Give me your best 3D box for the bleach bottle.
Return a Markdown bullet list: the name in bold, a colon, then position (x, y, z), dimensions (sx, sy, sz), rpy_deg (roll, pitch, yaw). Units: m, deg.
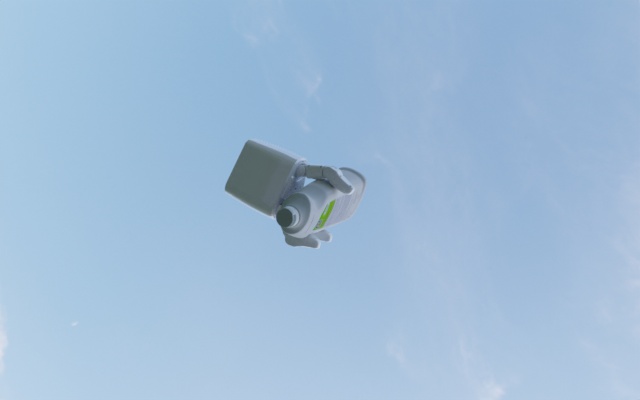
- **bleach bottle**: position (0.000, 0.003, 0.801), dimensions (0.068, 0.102, 0.251), rpy_deg (26, 16, 18)
